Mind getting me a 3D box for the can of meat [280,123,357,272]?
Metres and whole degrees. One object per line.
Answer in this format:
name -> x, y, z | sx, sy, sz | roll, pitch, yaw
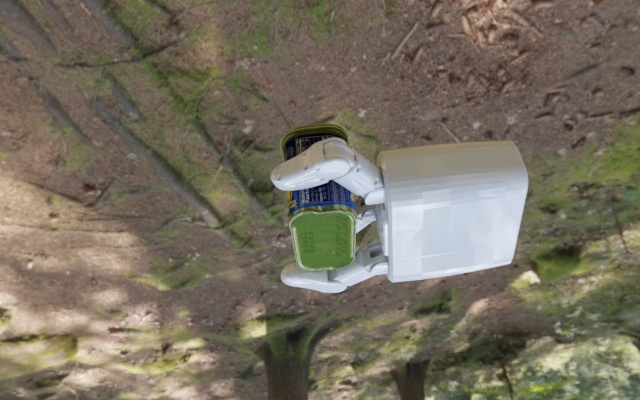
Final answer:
can of meat -> 0.000, 0.002, 0.403 | 0.057, 0.084, 0.102 | -6, -35, 0
